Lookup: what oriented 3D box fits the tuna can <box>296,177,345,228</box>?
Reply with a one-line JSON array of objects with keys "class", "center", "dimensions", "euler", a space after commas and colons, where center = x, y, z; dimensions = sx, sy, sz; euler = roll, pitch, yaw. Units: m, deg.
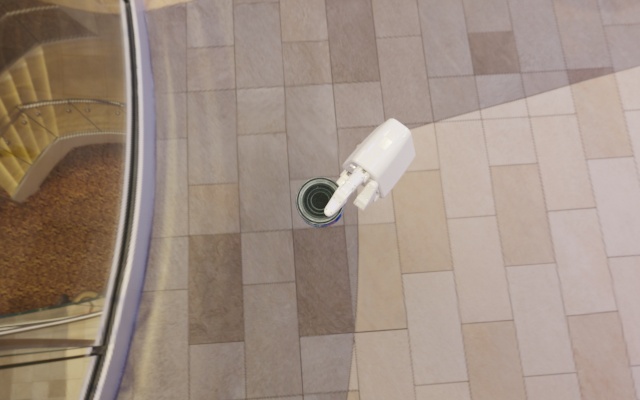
[{"class": "tuna can", "center": [0.000, 0.003, 0.824], "dimensions": [0.086, 0.086, 0.034], "euler": [0, -10, 2]}]
